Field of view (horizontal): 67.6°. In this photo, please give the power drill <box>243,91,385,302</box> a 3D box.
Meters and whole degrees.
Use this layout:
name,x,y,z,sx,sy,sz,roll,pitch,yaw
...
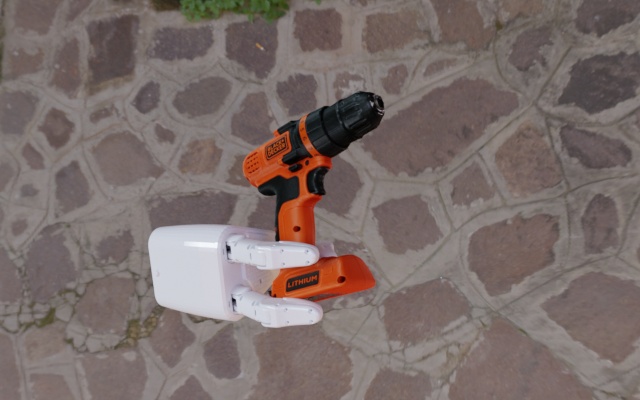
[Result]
name,x,y,z,sx,sy,sz,roll,pitch,yaw
power drill,0.000,0.002,0.480,0.184,0.187,0.057,-25,-25,38
